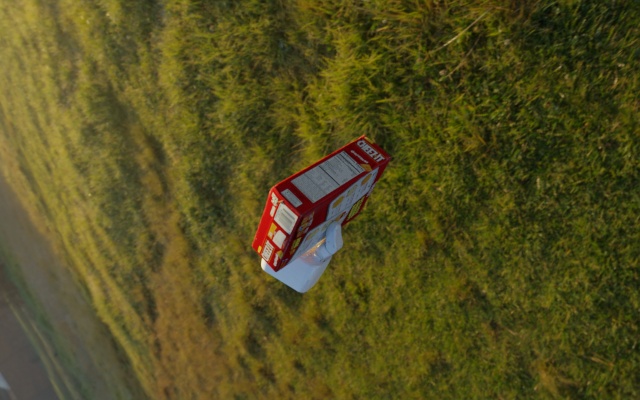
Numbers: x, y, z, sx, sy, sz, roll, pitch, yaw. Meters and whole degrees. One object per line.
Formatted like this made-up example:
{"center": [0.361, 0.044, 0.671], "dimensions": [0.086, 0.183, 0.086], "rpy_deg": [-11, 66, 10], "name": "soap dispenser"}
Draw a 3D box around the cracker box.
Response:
{"center": [0.000, 0.003, 0.778], "dimensions": [0.213, 0.072, 0.164], "rpy_deg": [-33, -20, -37], "name": "cracker box"}
